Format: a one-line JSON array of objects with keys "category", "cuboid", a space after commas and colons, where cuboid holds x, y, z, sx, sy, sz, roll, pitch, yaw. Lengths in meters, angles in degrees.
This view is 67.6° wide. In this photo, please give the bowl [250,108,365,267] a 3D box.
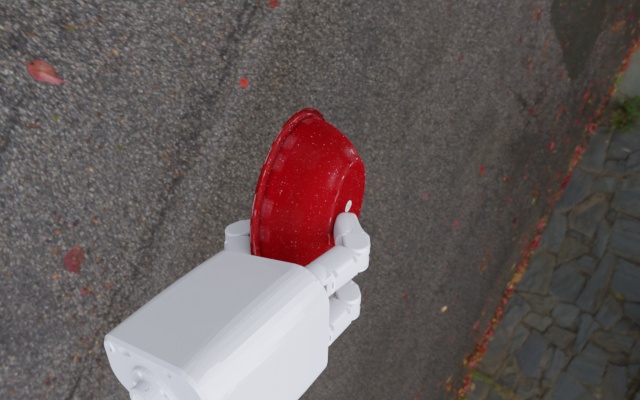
[{"category": "bowl", "cuboid": [0.001, 0.001, 0.432, 0.055, 0.162, 0.162, 14, 5, 19]}]
